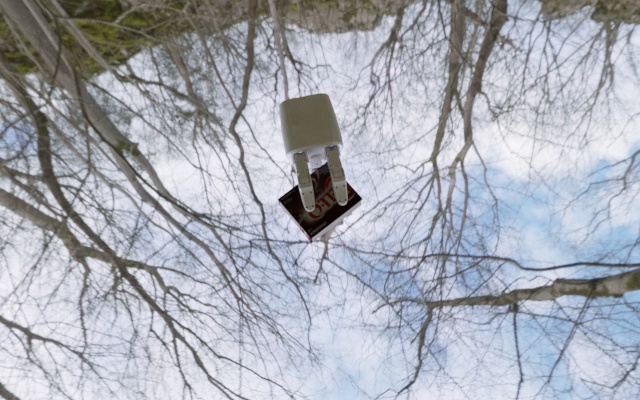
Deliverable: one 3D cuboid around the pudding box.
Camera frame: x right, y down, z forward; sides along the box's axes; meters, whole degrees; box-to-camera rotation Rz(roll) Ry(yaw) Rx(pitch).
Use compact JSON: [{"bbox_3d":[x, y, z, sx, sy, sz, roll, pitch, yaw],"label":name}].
[{"bbox_3d":[0.000,0.003,0.802,0.113,0.090,0.039,-38,-17,-10],"label":"pudding box"}]
